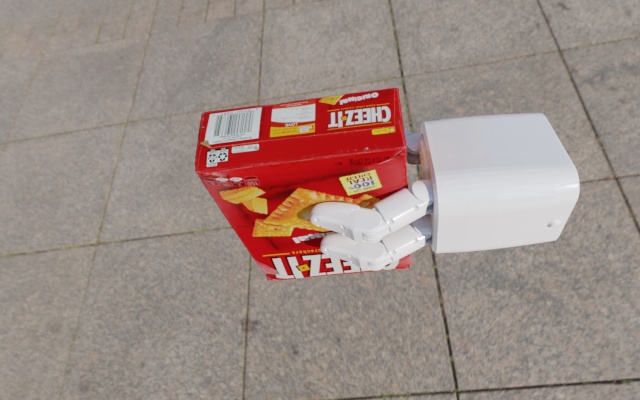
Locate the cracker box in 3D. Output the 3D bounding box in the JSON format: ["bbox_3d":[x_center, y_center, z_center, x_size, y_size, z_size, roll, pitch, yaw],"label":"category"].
[{"bbox_3d":[0.000,0.001,0.451,0.164,0.072,0.214,-6,-33,8],"label":"cracker box"}]
